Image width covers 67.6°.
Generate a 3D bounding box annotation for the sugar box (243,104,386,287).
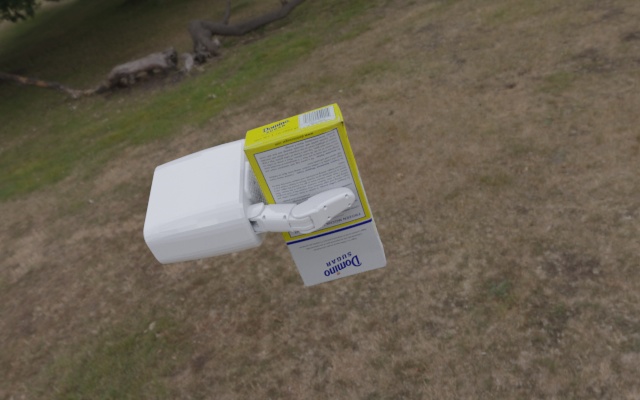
[{"bbox_3d":[0.000,0.001,0.478,0.093,0.176,0.048,-15,35,7],"label":"sugar box"}]
